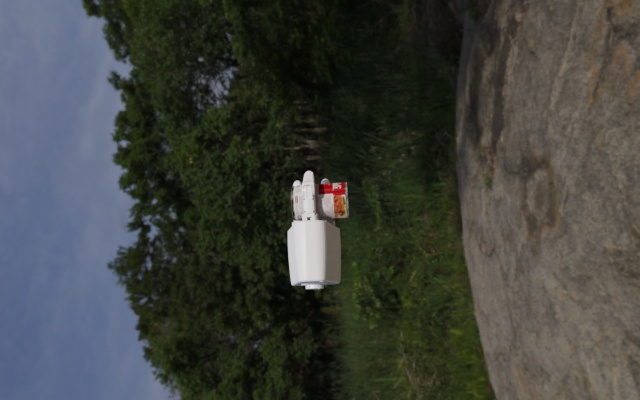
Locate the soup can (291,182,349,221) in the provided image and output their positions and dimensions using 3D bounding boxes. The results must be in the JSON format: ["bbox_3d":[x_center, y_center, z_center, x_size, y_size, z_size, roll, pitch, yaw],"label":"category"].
[{"bbox_3d":[0.000,0.002,0.885,0.102,0.068,0.068,-3,0,3],"label":"soup can"}]
